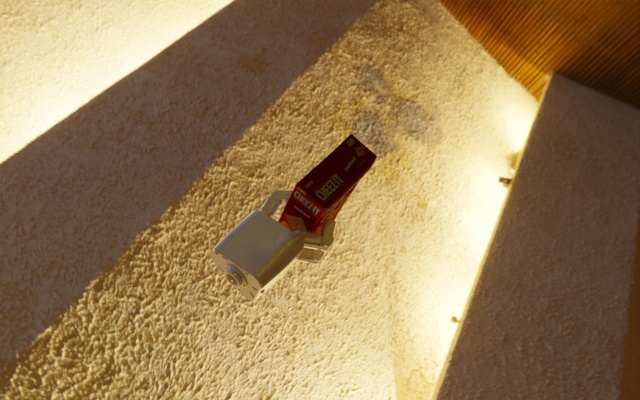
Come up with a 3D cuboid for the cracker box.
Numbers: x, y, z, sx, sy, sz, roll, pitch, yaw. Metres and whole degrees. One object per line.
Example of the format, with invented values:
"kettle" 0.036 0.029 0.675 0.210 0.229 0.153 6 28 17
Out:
"cracker box" 0.000 0.003 0.873 0.164 0.072 0.214 -45 -8 -36
